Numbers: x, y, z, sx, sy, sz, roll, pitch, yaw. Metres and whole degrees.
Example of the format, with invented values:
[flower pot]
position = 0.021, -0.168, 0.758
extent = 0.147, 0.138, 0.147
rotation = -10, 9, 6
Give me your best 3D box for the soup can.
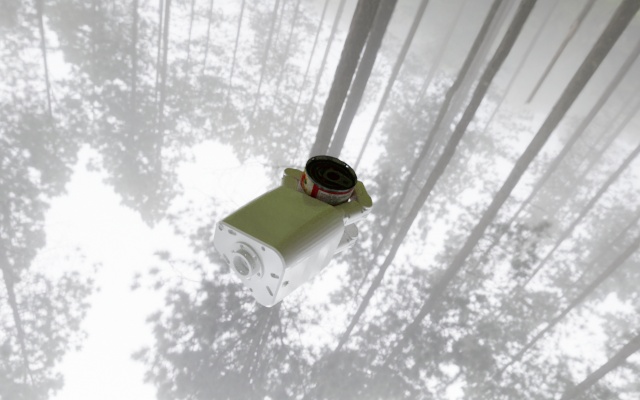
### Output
[soup can]
position = 0.000, 0.002, 0.620
extent = 0.068, 0.102, 0.068
rotation = 12, 40, -10
